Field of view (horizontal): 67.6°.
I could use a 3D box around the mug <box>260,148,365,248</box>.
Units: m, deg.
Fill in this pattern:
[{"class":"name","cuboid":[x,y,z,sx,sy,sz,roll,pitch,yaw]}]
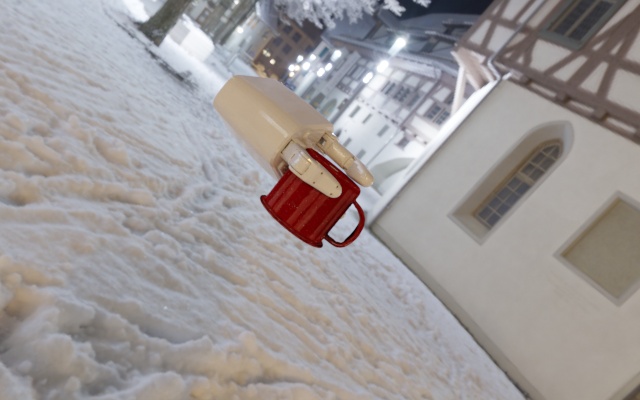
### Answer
[{"class":"mug","cuboid":[0.001,0.003,0.544,0.117,0.081,0.093,42,8,17]}]
